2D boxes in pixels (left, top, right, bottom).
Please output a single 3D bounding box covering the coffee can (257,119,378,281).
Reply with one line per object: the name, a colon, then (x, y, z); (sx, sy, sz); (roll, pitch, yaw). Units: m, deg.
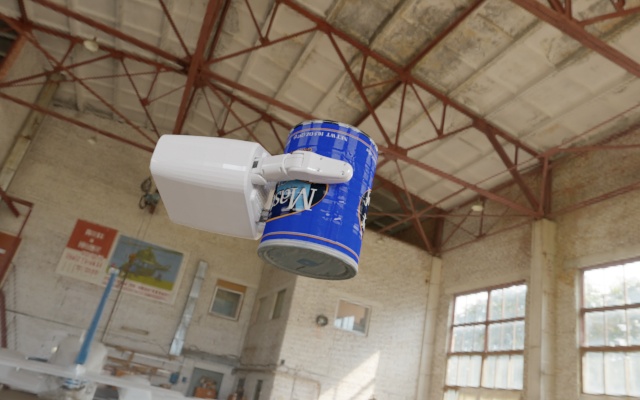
coffee can: (0.000, 0.002, 0.505); (0.103, 0.140, 0.103); (11, -23, 5)
